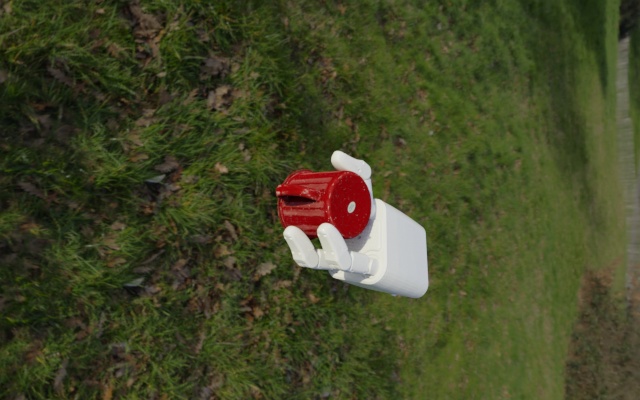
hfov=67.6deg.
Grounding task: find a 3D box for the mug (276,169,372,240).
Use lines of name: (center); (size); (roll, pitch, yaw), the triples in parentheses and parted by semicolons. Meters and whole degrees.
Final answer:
mug: (-0.001, 0.001, 0.578); (0.081, 0.093, 0.117); (-1, -19, 46)
